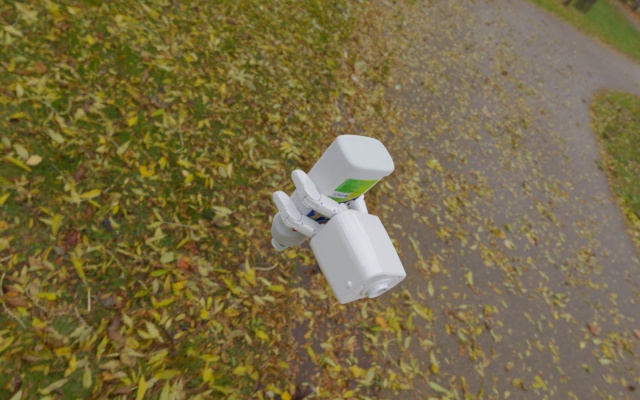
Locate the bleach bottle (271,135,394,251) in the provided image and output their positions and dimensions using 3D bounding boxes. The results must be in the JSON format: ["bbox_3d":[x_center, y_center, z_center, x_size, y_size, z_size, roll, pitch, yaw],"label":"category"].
[{"bbox_3d":[0.000,0.002,0.762,0.102,0.068,0.251,1,-36,-40],"label":"bleach bottle"}]
